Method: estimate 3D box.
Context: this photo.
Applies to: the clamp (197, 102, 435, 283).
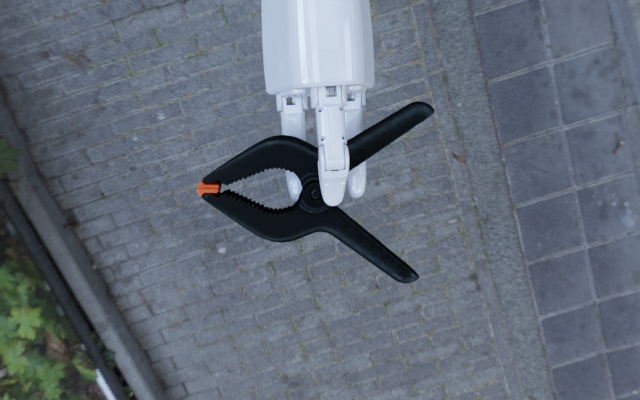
[{"bbox_3d":[0.000,0.001,0.425,0.210,0.164,0.036,-5,9,-4],"label":"clamp"}]
